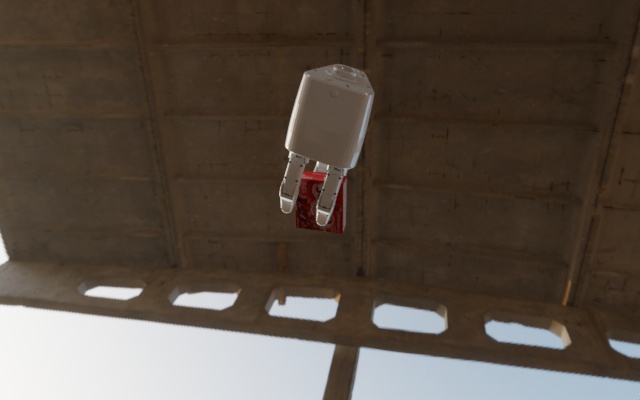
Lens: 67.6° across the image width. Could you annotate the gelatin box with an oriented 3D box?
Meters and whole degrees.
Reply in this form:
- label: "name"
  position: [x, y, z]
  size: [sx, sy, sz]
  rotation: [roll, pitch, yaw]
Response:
- label: "gelatin box"
  position: [0.000, 0.002, 0.697]
  size: [0.073, 0.089, 0.030]
  rotation: [7, 33, 11]
